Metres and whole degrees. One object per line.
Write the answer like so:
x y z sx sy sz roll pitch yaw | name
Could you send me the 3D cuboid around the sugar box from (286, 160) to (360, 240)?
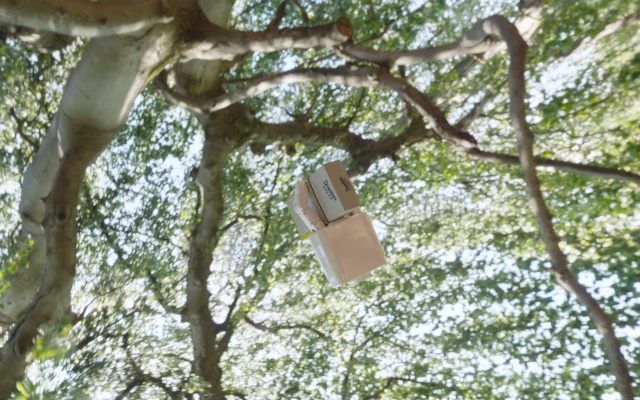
0.001 0.003 0.894 0.048 0.093 0.176 -18 -11 -35 | sugar box
